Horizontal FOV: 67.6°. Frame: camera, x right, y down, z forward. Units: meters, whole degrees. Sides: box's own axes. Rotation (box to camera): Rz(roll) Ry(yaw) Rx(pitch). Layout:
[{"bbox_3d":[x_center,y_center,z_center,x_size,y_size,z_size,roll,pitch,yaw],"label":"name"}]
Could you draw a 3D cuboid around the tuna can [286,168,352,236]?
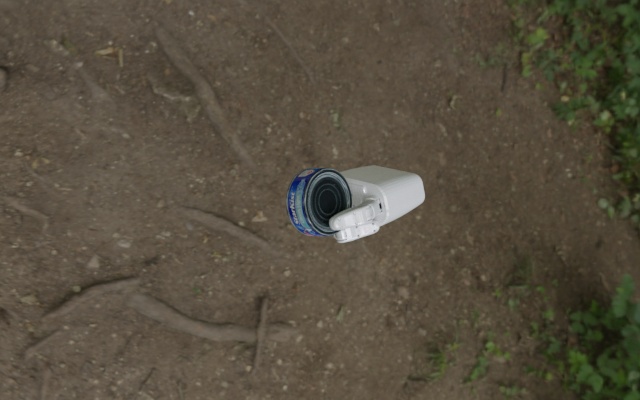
[{"bbox_3d":[0.000,0.002,0.595,0.086,0.086,0.034,0,-1,-44],"label":"tuna can"}]
